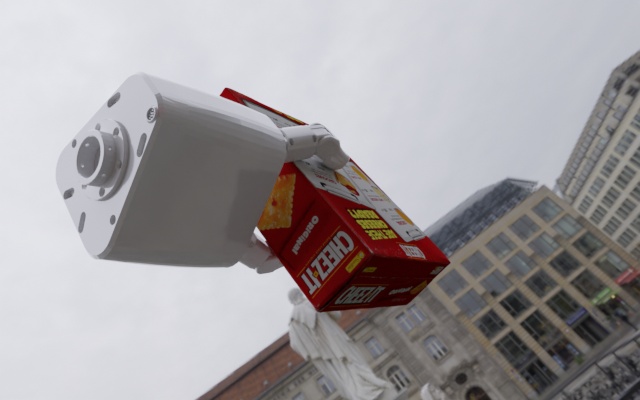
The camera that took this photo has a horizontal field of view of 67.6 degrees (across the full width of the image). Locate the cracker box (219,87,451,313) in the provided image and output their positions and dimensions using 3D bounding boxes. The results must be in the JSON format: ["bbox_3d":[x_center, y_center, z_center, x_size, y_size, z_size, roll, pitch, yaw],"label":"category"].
[{"bbox_3d":[0.000,0.001,0.447,0.213,0.072,0.164,50,20,30],"label":"cracker box"}]
